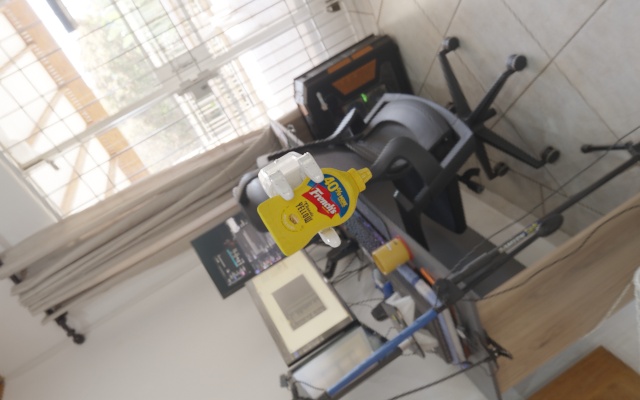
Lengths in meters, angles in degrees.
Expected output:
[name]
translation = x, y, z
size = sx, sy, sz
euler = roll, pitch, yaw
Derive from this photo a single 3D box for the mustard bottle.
[mustard bottle]
translation = 0.000, 0.003, 0.780
size = 0.191, 0.096, 0.058
euler = -32, 1, -8
